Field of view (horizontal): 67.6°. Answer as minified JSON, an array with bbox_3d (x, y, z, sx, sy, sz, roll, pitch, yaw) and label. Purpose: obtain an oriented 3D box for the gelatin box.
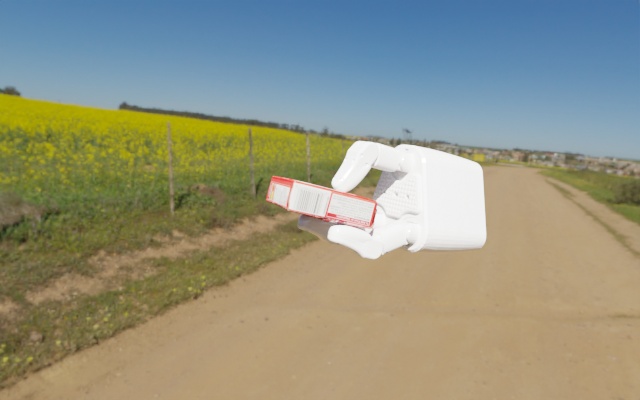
[{"bbox_3d":[0.000,0.001,0.465,0.089,0.030,0.073,14,2,-22],"label":"gelatin box"}]
